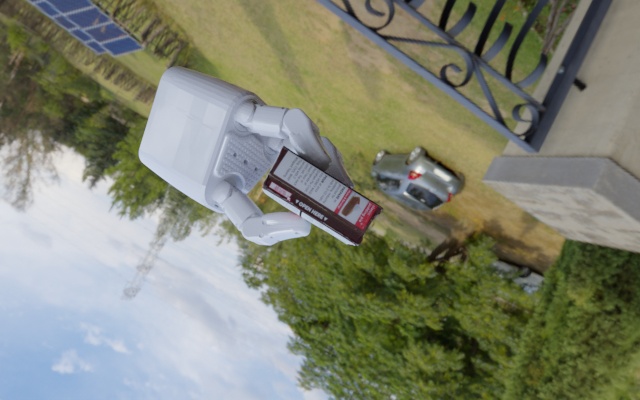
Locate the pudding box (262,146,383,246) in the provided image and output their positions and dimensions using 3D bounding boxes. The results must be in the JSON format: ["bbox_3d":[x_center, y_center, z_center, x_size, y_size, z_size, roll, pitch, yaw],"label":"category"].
[{"bbox_3d":[0.000,0.001,0.408,0.090,0.039,0.113,31,-3,2],"label":"pudding box"}]
